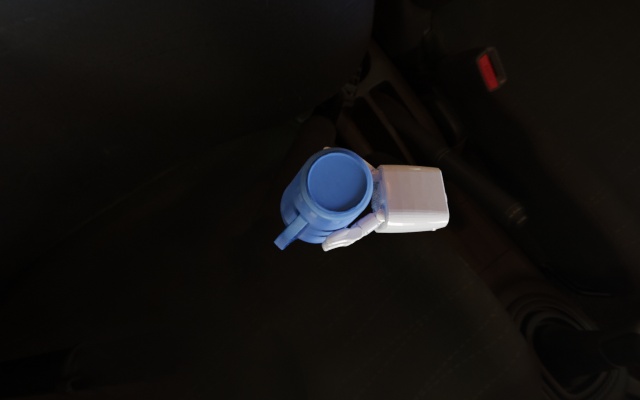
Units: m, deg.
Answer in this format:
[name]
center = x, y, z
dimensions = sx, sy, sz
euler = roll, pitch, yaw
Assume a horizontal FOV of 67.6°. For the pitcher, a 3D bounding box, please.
[pitcher]
center = 0.000, 0.003, 0.790
dimensions = 0.145, 0.149, 0.243
euler = 2, -10, -8
